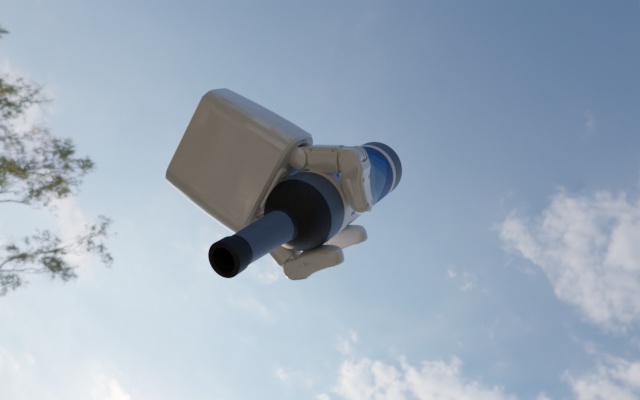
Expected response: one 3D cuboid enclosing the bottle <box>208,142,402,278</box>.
[{"bbox_3d":[0.000,0.001,0.451,0.069,0.069,0.295,0,16,28],"label":"bottle"}]
